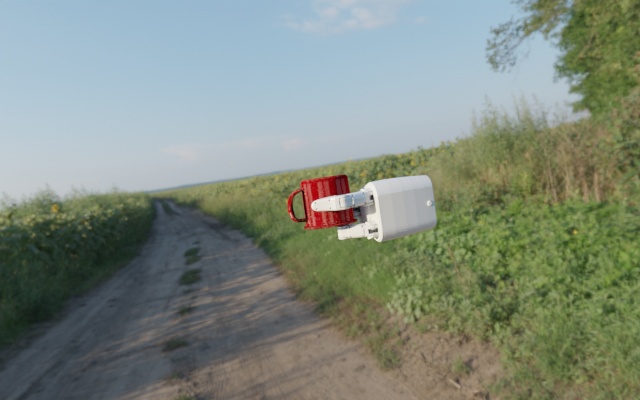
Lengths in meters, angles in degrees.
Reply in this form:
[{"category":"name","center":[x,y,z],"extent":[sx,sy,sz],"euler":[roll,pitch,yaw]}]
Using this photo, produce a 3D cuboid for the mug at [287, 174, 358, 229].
[{"category":"mug","center":[-0.001,0.003,0.805],"extent":[0.117,0.081,0.093],"euler":[-9,3,-18]}]
